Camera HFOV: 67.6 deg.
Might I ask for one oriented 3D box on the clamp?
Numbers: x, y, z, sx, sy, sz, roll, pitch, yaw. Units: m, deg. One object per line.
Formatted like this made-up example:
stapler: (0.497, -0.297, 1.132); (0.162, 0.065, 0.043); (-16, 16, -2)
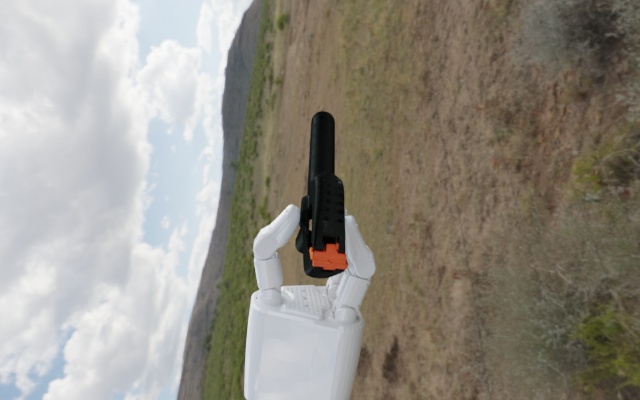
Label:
clamp: (-0.001, 0.002, 0.451); (0.036, 0.164, 0.210); (5, 12, -6)
